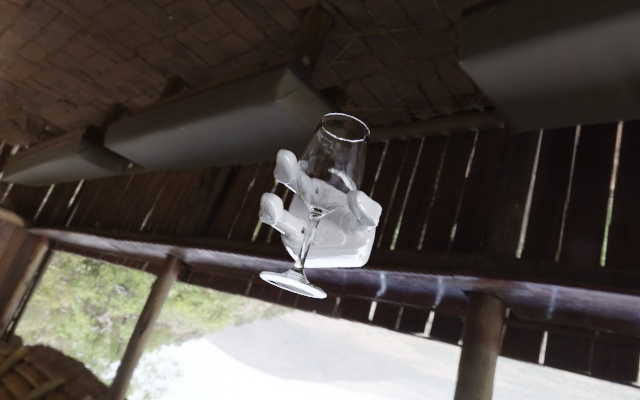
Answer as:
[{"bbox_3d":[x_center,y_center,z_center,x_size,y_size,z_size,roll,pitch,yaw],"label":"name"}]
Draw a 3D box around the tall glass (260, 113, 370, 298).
[{"bbox_3d":[0.000,0.002,0.540,0.079,0.201,0.079,16,-20,6],"label":"tall glass"}]
